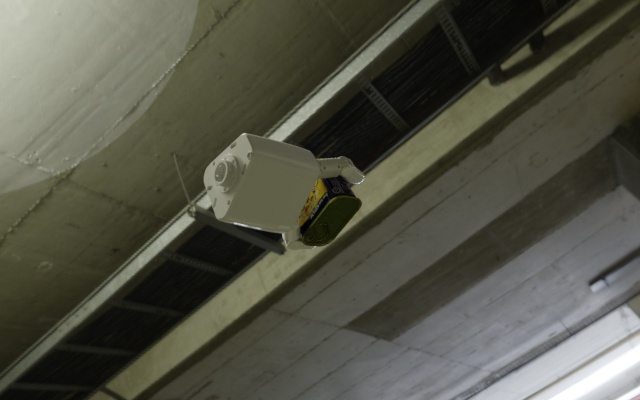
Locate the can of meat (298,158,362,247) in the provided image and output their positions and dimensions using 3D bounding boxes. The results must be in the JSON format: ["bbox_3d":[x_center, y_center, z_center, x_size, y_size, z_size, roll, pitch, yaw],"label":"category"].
[{"bbox_3d":[0.000,0.002,0.694,0.057,0.084,0.102,9,-50,-40],"label":"can of meat"}]
